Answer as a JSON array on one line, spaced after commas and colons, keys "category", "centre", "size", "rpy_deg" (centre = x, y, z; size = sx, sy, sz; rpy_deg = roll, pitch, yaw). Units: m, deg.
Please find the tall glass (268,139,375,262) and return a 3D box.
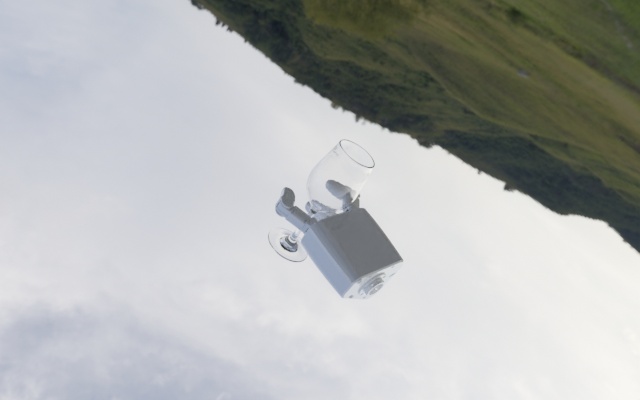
[{"category": "tall glass", "centre": [0.000, 0.003, 0.730], "size": [0.079, 0.201, 0.079], "rpy_deg": [28, 29, -17]}]
